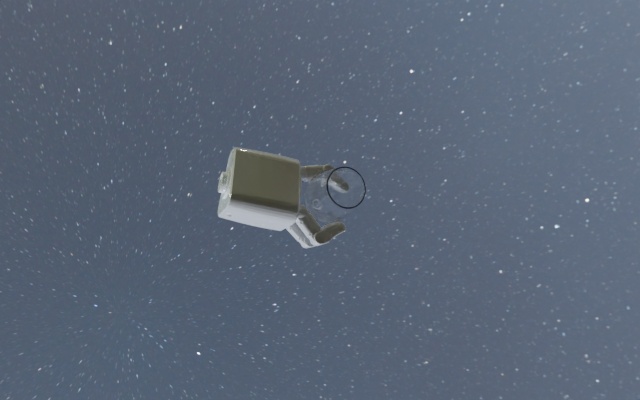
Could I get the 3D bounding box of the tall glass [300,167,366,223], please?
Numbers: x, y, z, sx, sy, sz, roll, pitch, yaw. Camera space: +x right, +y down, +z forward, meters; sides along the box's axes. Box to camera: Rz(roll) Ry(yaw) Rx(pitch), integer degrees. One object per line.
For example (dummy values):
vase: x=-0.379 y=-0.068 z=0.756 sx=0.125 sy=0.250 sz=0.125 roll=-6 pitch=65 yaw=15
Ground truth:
tall glass: x=0.000 y=0.003 z=0.766 sx=0.079 sy=0.079 sz=0.201 roll=0 pitch=-12 yaw=-23
